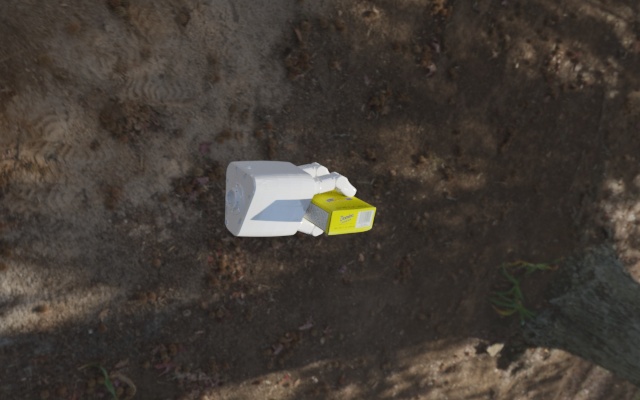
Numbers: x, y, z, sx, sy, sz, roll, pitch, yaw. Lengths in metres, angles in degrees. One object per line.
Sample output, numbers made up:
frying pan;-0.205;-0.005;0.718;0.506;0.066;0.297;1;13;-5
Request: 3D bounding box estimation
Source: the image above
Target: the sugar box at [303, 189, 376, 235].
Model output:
sugar box;0.000;0.002;0.807;0.093;0.048;0.176;-3;23;-38
